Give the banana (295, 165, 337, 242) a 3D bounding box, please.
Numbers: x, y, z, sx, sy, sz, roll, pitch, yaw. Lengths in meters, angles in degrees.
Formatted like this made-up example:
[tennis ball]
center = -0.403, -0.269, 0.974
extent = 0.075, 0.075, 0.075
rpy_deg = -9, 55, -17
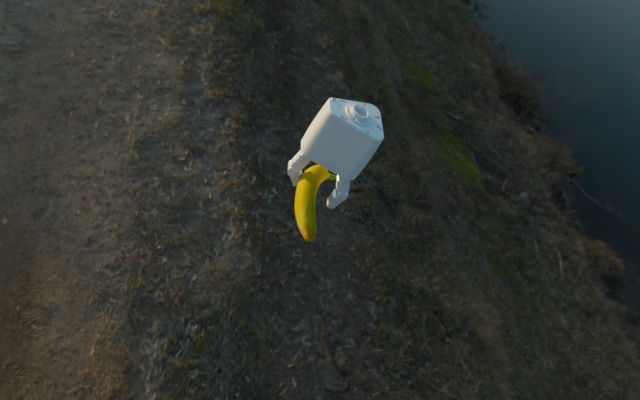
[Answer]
[banana]
center = -0.014, -0.010, 0.871
extent = 0.069, 0.197, 0.037
rpy_deg = 35, -49, -11
